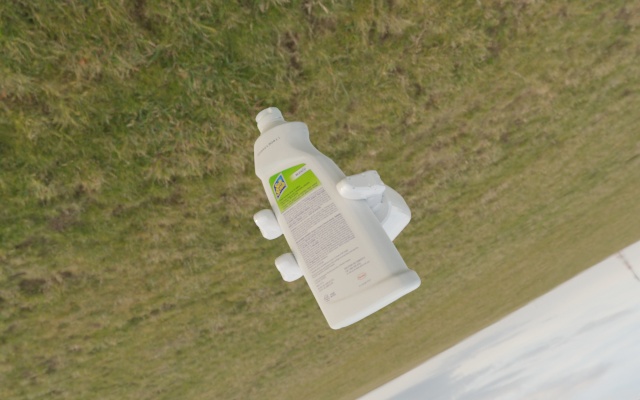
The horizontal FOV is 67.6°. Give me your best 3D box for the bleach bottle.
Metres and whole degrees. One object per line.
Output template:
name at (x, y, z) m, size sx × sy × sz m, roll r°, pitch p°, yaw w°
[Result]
bleach bottle at (0.000, 0.002, 0.512) m, size 0.102 × 0.250 × 0.068 m, roll -34°, pitch -19°, yaw 18°
